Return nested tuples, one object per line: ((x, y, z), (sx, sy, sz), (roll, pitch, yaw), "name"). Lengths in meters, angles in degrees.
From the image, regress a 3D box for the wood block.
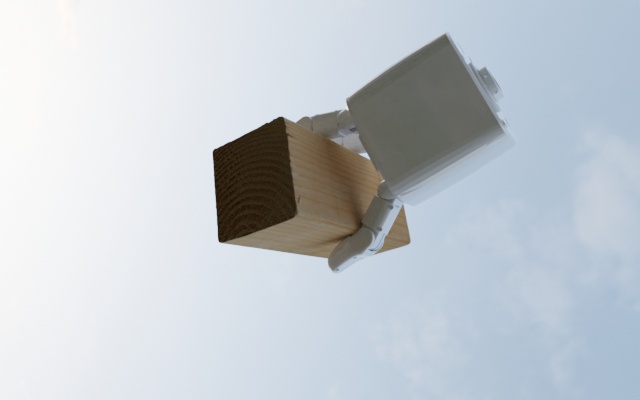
((0.001, 0.002, 0.481), (0.090, 0.090, 0.206), (-20, -21, 31), "wood block")
